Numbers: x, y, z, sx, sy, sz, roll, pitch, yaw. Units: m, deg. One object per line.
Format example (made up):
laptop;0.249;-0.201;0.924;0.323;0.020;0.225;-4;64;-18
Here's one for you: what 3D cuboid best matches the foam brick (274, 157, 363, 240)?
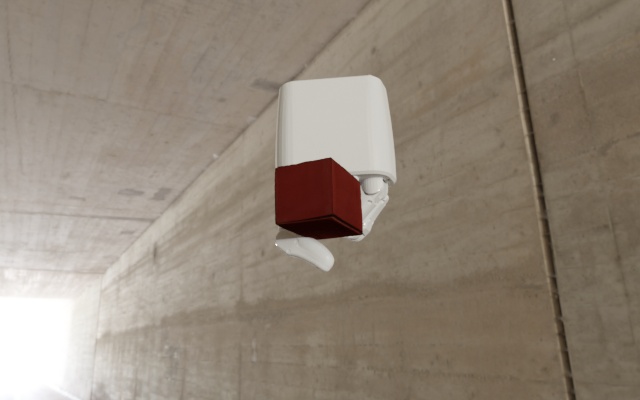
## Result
foam brick;0.000;0.001;0.417;0.053;0.051;0.078;-8;-17;21
